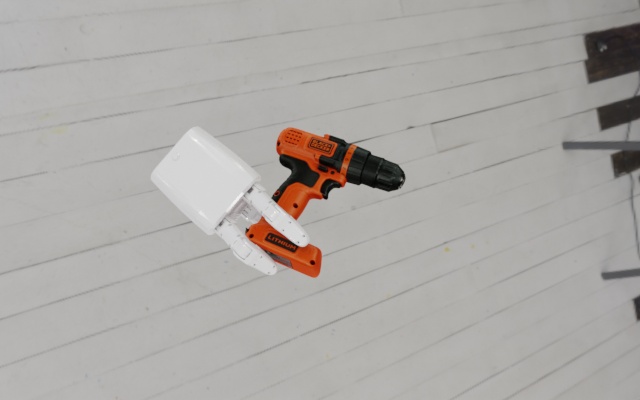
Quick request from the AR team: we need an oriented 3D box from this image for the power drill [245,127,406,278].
[{"bbox_3d":[0.000,0.002,0.629,0.184,0.187,0.057,19,-23,15],"label":"power drill"}]
